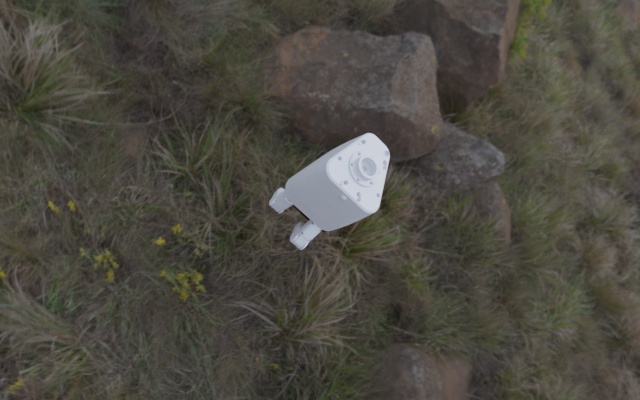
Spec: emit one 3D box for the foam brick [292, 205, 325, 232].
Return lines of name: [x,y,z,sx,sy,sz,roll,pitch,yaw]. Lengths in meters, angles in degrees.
foam brick: [0.000,0.003,0.731,0.078,0.053,0.051,43,-27,-16]
